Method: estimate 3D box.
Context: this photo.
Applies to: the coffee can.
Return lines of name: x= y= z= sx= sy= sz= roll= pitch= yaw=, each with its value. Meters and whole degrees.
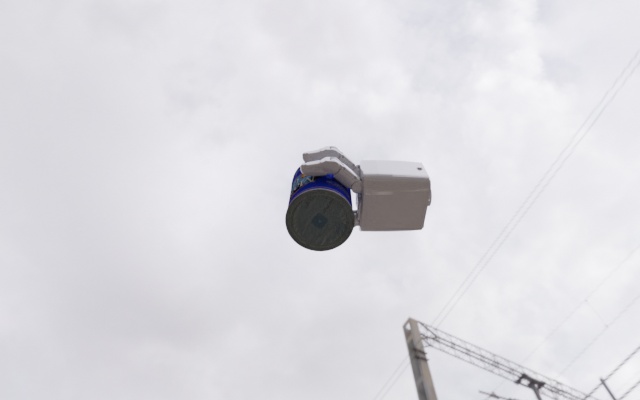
coffee can: x=0.000 y=0.003 z=0.765 sx=0.103 sy=0.103 sz=0.140 roll=0 pitch=25 yaw=1
